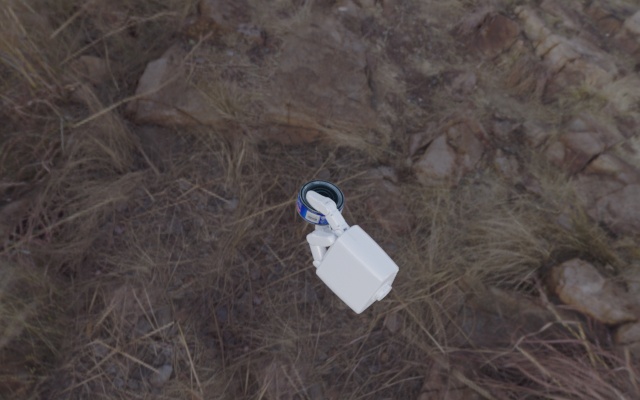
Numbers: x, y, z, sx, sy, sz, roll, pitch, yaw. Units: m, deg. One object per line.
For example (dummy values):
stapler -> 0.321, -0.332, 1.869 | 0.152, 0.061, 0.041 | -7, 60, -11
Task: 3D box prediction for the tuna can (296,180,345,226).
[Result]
tuna can -> 0.000, 0.002, 0.876 | 0.086, 0.086, 0.034 | 0, -41, -14
